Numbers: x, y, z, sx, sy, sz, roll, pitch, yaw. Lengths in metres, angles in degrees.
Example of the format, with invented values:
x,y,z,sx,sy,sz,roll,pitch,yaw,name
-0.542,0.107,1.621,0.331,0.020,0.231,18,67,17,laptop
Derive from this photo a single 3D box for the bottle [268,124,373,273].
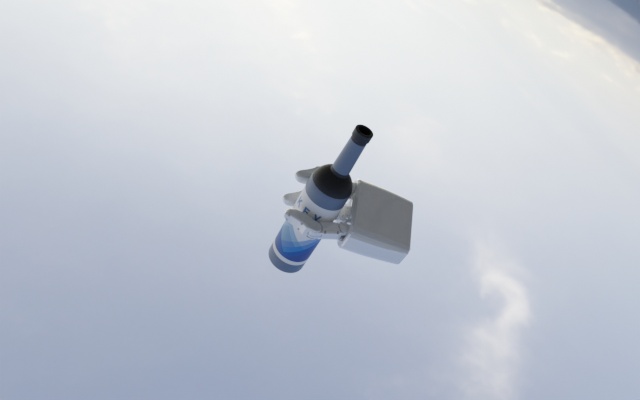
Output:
x,y,z,sx,sy,sz,roll,pitch,yaw,name
0.000,0.003,0.737,0.069,0.069,0.296,0,-41,-32,bottle
